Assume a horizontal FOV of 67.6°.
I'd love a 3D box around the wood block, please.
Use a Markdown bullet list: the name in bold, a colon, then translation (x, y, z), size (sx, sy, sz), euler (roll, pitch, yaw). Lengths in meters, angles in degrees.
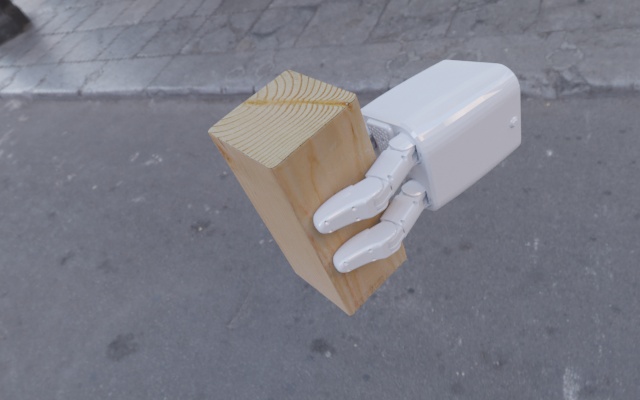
- **wood block**: translation (0.000, 0.001, 0.433), size (0.090, 0.206, 0.090), euler (-42, 46, -17)
